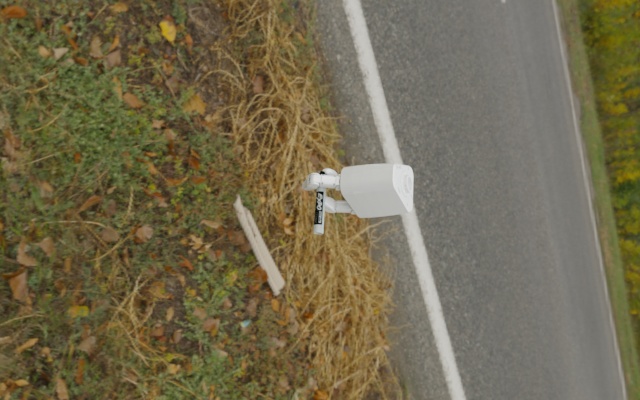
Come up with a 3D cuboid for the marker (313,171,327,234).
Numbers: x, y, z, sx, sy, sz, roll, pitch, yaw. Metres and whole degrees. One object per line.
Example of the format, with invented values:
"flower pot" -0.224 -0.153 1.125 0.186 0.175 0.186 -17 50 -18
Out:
"marker" 0.000 0.003 0.897 0.020 0.121 0.020 4 -16 1
